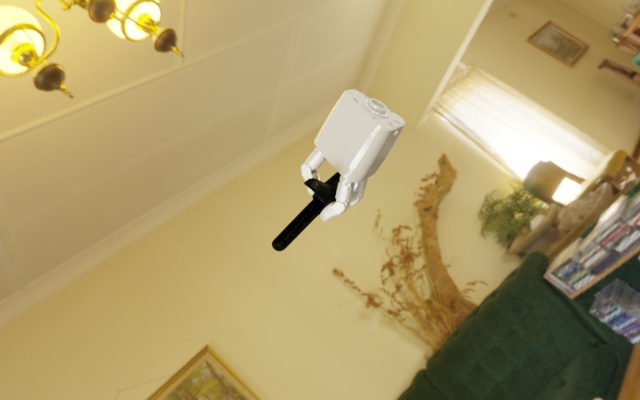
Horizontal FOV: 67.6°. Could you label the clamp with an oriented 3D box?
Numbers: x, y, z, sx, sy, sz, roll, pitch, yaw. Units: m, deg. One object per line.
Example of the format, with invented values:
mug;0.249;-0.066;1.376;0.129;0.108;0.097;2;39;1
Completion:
clamp;0.000;0.002;0.841;0.036;0.165;0.210;42;33;13
